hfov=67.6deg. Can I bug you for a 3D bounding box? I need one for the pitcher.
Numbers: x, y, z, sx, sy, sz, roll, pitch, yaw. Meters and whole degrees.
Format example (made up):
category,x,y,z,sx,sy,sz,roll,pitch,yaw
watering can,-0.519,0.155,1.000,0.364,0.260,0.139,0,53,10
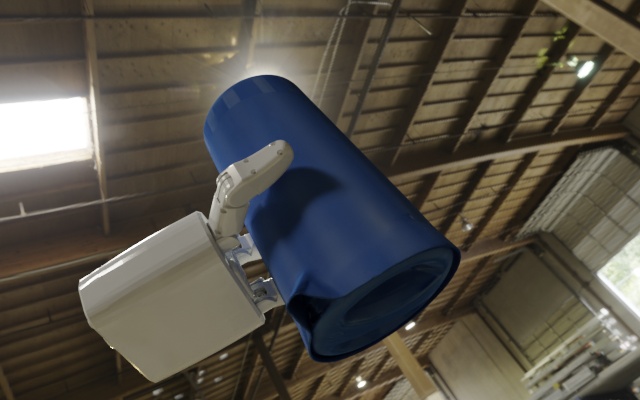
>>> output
category,x,y,z,sx,sy,sz,roll,pitch,yaw
pitcher,0.000,0.001,0.416,0.145,0.242,0.149,-31,-32,-8
